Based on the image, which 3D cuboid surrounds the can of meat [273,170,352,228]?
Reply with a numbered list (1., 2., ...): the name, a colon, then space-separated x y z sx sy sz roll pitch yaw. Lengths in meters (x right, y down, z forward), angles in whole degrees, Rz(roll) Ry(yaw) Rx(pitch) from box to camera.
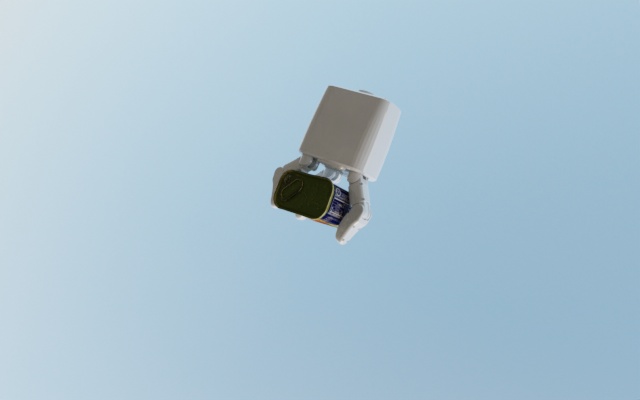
1. can of meat: 0.000 0.002 0.665 0.102 0.057 0.084 15 -6 42
